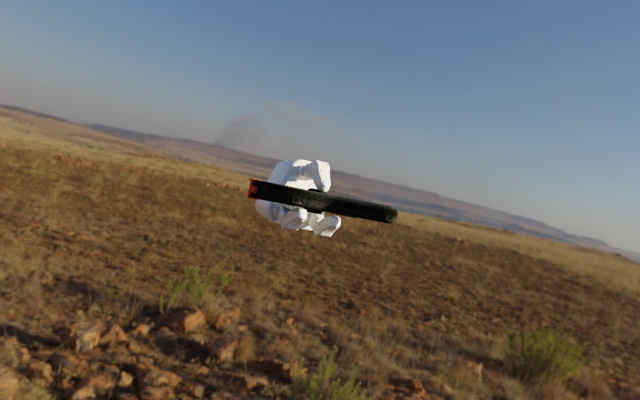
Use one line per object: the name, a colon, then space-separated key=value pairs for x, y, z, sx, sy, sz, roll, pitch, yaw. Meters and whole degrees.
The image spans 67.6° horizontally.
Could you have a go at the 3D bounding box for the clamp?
clamp: x=0.000 y=0.001 z=0.706 sx=0.210 sy=0.036 sz=0.164 roll=12 pitch=-3 yaw=-22
